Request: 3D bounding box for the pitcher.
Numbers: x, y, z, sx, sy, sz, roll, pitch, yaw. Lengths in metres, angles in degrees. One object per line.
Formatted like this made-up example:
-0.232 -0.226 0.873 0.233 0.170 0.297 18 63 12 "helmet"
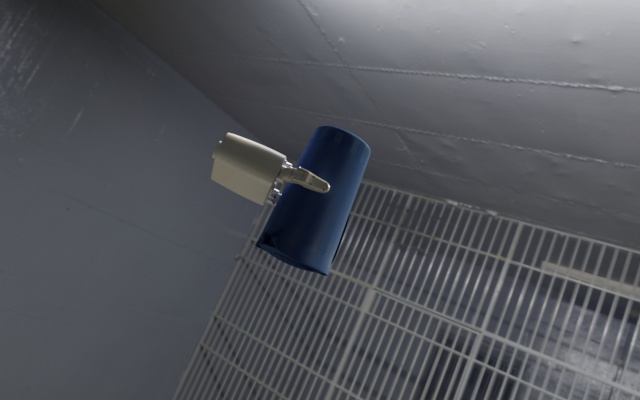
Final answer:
0.000 0.003 0.834 0.145 0.242 0.149 25 -11 -5 "pitcher"
